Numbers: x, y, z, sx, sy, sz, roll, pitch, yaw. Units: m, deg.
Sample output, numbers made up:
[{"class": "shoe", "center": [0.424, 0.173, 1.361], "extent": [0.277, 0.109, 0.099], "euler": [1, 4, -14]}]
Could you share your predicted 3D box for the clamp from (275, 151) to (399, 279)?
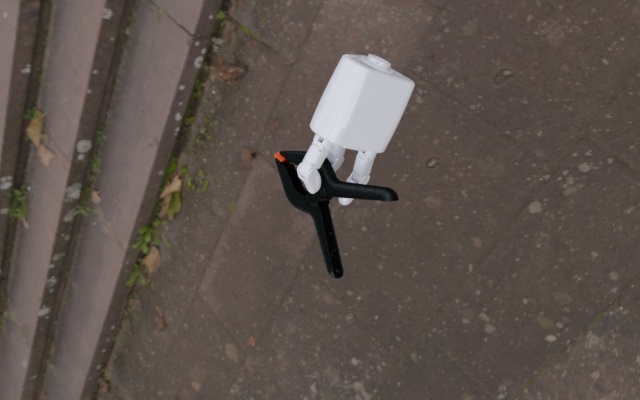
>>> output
[{"class": "clamp", "center": [-0.001, 0.002, 0.714], "extent": [0.210, 0.165, 0.036], "euler": [39, 26, 28]}]
